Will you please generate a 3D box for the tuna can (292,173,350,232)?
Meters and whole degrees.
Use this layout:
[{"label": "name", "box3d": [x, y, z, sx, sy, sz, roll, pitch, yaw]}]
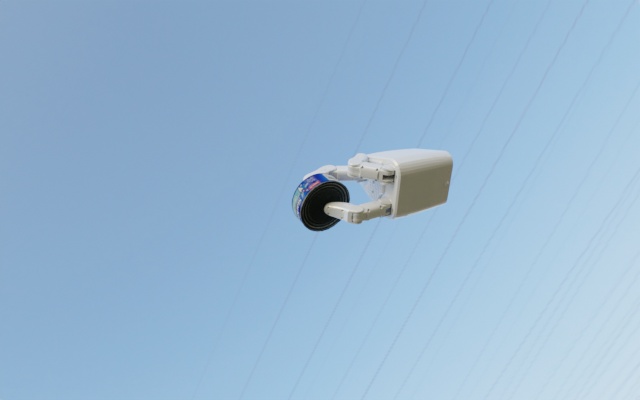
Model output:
[{"label": "tuna can", "box3d": [0.000, 0.002, 0.725, 0.086, 0.086, 0.033, 0, 27, -34]}]
